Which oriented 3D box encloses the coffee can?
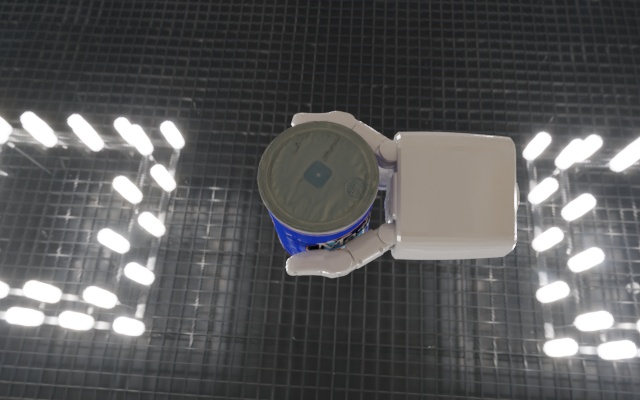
[{"bbox_3d":[0.000,0.002,0.465,0.103,0.102,0.140,0,-20,2],"label":"coffee can"}]
